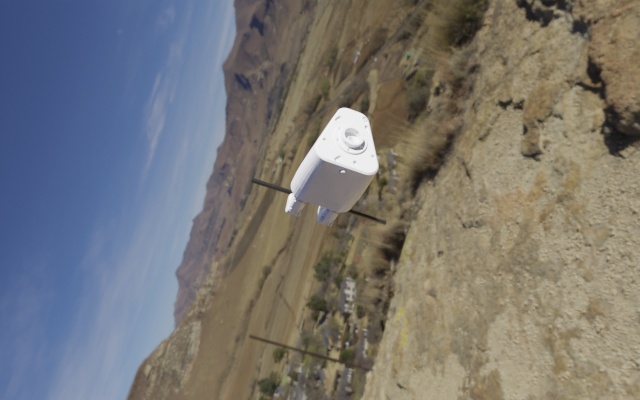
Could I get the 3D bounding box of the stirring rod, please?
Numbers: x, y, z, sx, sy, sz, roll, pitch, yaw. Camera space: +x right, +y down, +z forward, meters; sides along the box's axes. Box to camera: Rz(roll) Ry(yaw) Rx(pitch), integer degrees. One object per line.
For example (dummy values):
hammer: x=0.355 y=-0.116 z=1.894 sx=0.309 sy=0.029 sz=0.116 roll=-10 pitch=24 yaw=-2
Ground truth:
stirring rod: x=0.000 y=0.003 z=0.802 sx=0.239 sy=0.011 sz=0.011 roll=18 pitch=-4 yaw=-11
